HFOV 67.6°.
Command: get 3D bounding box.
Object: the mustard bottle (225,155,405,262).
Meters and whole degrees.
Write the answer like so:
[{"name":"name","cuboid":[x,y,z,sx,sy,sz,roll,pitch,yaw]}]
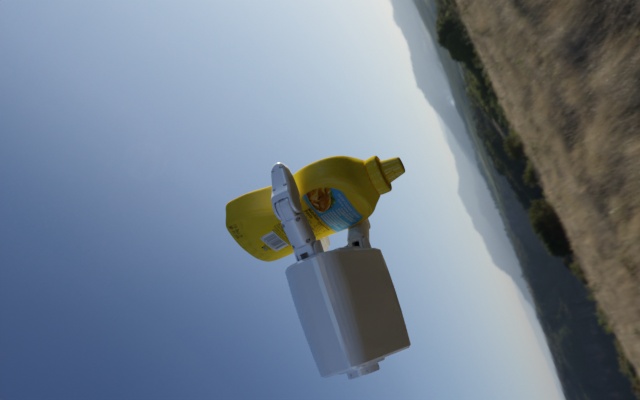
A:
[{"name":"mustard bottle","cuboid":[0.000,0.001,0.513,0.191,0.058,0.096,-24,-43,18]}]
